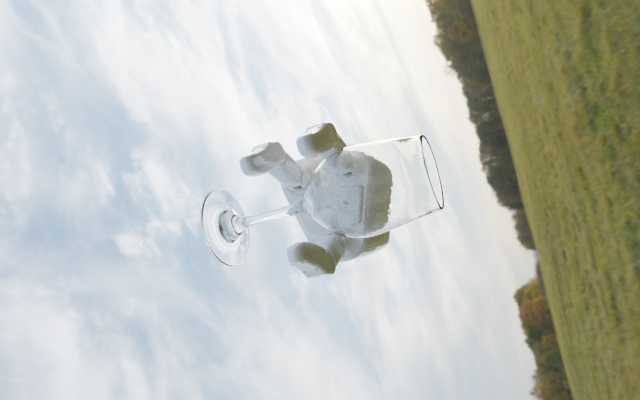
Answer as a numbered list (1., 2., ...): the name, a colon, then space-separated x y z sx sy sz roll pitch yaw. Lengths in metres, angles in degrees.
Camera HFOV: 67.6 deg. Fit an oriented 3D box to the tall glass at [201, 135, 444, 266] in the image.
1. tall glass: -0.001 0.002 0.414 0.201 0.079 0.079 -15 -6 22
